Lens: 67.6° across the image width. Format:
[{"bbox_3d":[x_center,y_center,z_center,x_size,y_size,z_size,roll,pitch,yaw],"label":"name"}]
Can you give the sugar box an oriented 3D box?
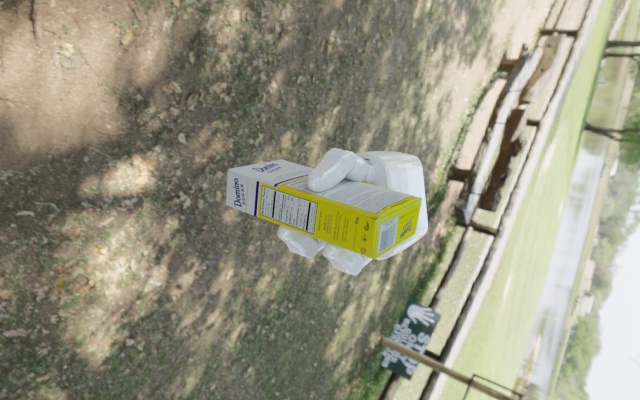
[{"bbox_3d":[0.000,0.002,0.478,0.176,0.048,0.093,15,19,32],"label":"sugar box"}]
